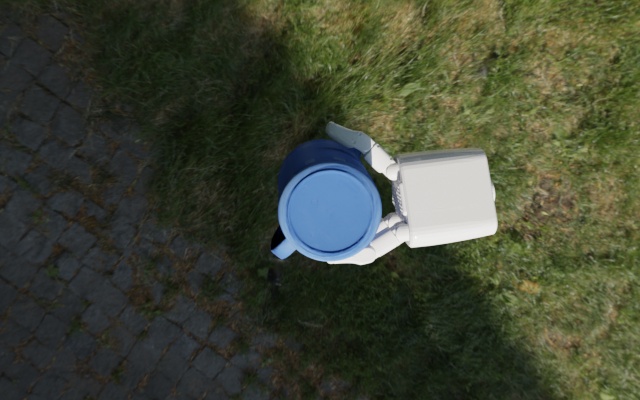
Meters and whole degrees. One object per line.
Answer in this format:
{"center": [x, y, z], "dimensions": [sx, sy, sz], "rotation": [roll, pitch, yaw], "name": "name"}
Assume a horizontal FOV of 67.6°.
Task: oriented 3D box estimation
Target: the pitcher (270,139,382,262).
{"center": [0.000, 0.002, 0.602], "dimensions": [0.145, 0.149, 0.243], "rotation": [-4, 9, -1], "name": "pitcher"}
